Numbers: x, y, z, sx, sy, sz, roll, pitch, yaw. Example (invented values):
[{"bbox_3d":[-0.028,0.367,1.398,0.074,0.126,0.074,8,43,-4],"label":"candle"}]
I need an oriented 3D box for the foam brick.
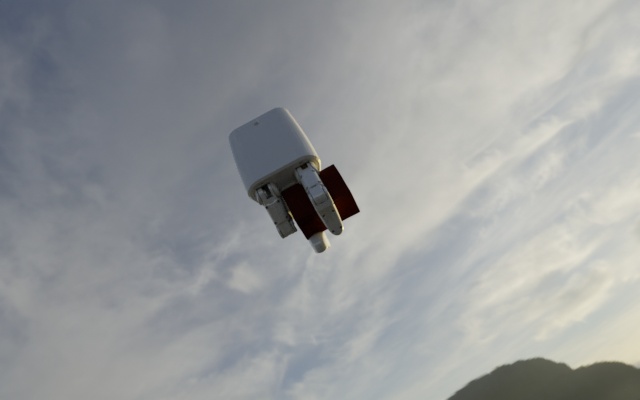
[{"bbox_3d":[0.000,0.002,0.597,0.078,0.051,0.053,-28,-35,-1],"label":"foam brick"}]
